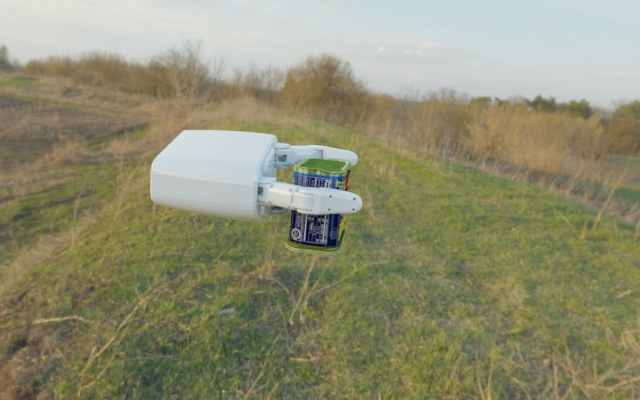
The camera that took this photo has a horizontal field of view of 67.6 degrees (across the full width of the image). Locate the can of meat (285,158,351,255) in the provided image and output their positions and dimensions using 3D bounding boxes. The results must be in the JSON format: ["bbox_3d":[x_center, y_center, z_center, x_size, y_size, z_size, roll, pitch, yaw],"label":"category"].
[{"bbox_3d":[0.000,0.001,0.506,0.057,0.084,0.102,6,12,7],"label":"can of meat"}]
